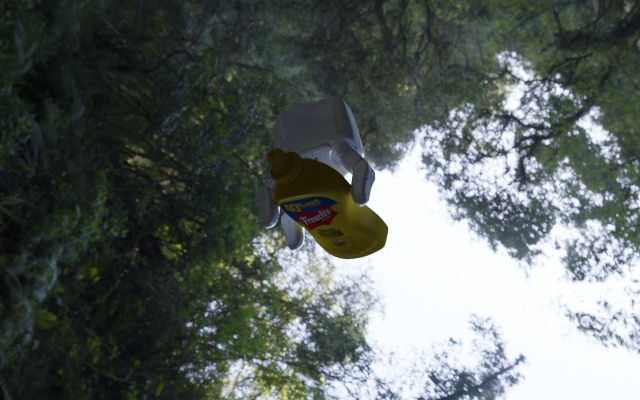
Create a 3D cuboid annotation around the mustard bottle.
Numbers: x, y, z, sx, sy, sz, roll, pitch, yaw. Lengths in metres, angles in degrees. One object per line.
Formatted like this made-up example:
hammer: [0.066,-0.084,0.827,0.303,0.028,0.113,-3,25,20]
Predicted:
mustard bottle: [0.000,0.002,0.588,0.096,0.058,0.192,-10,-41,37]
